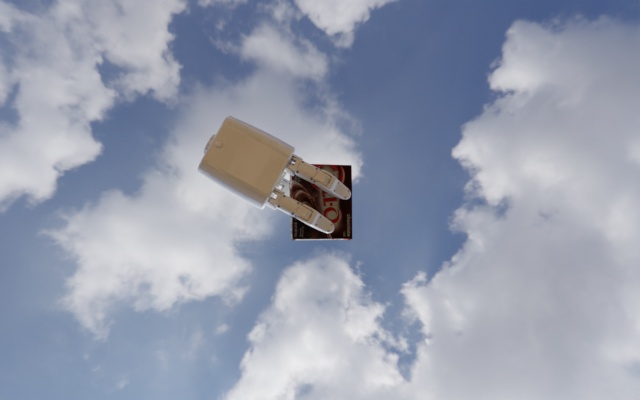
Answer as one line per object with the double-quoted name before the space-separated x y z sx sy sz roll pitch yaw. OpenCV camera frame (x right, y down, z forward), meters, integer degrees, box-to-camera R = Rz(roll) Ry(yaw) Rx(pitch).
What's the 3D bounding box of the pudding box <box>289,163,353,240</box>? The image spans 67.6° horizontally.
"pudding box" 0.000 0.002 0.706 0.090 0.113 0.039 0 -3 -10
